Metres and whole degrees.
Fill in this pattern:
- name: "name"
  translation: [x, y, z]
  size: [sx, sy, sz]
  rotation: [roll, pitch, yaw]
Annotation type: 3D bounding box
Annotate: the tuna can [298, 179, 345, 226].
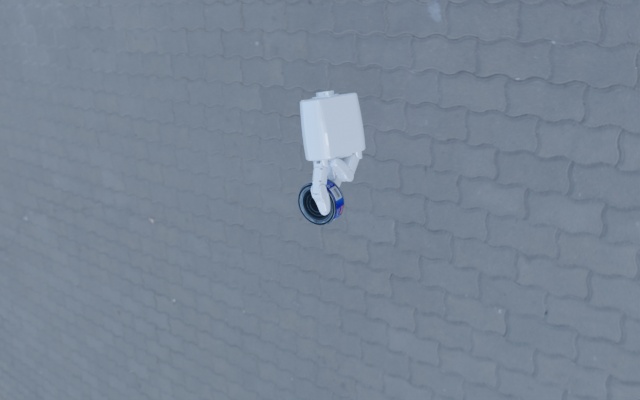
- name: "tuna can"
  translation: [0.000, 0.003, 0.897]
  size: [0.086, 0.086, 0.033]
  rotation: [0, 19, 34]
